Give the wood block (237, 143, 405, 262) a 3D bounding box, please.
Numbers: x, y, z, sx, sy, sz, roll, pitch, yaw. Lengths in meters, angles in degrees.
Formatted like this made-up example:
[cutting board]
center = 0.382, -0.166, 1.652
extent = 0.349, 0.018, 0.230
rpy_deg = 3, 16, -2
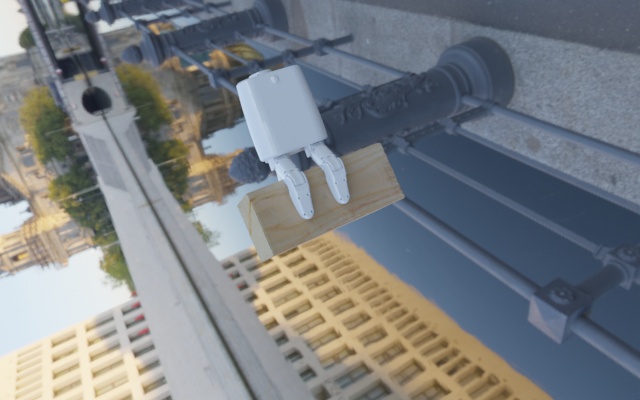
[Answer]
[wood block]
center = 0.000, 0.002, 0.676
extent = 0.206, 0.090, 0.091
rpy_deg = -22, -4, -21
